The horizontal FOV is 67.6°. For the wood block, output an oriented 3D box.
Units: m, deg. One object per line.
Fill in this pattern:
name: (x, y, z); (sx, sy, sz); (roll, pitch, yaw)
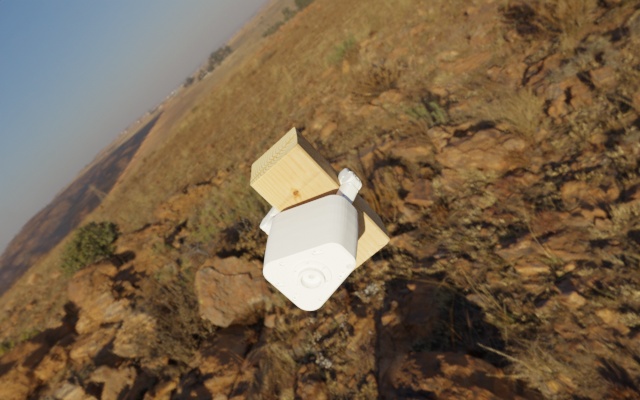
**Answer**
wood block: (0.000, 0.002, 0.721); (0.091, 0.206, 0.090); (-40, 22, 12)
